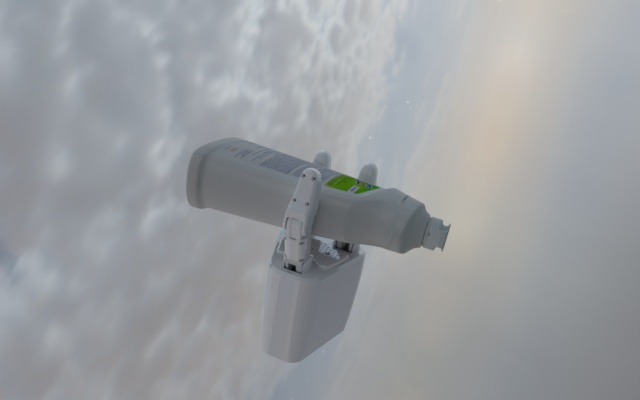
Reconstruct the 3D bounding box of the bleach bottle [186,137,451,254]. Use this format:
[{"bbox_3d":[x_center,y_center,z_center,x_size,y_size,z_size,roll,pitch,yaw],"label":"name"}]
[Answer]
[{"bbox_3d":[0.000,0.001,0.474,0.251,0.068,0.102,17,23,17],"label":"bleach bottle"}]
